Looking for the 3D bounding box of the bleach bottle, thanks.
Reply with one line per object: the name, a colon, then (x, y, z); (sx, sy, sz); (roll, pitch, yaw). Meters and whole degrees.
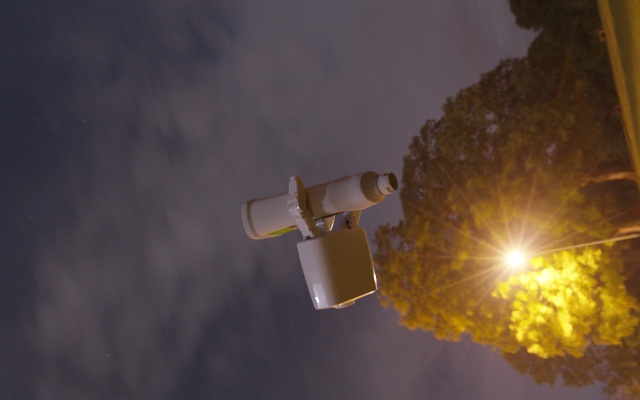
bleach bottle: (0.000, 0.002, 0.754); (0.251, 0.068, 0.102); (-16, -6, 33)
